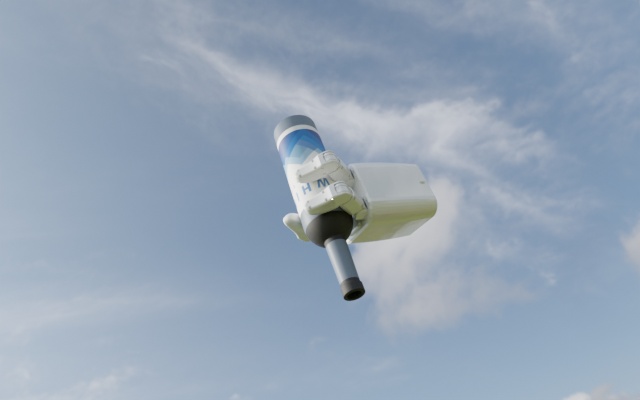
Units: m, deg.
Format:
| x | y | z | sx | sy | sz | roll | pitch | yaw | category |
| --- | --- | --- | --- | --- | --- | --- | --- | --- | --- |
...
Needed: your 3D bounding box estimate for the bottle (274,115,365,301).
| x | y | z | sx | sy | sz | roll | pitch | yaw | category |
| --- | --- | --- | --- | --- | --- | --- | --- | --- | --- |
| 0.000 | 0.002 | 0.650 | 0.069 | 0.295 | 0.069 | -12 | -38 | -10 | bottle |
